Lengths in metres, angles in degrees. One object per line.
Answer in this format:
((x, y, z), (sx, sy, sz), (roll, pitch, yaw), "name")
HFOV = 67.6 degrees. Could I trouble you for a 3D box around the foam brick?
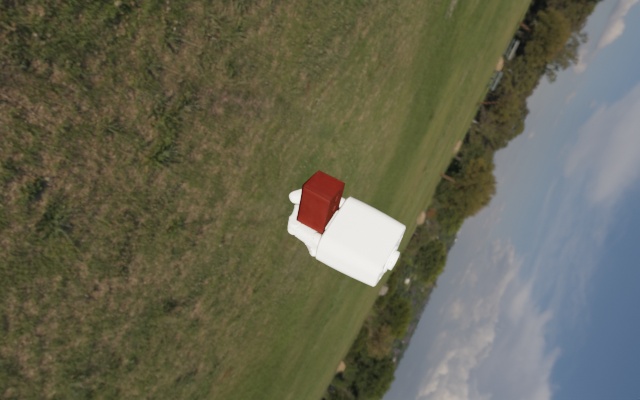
((0.000, 0.002, 0.758), (0.051, 0.078, 0.053), (27, 45, 16), "foam brick")
